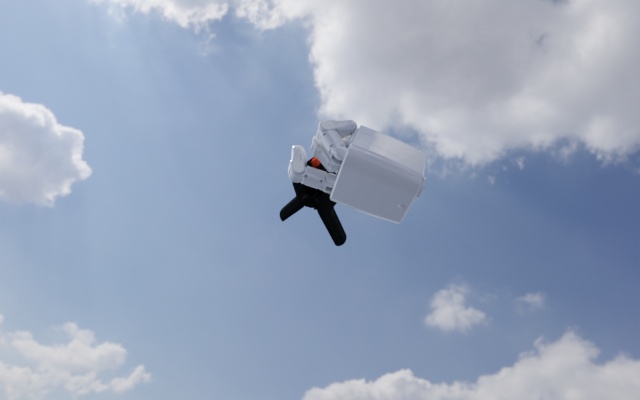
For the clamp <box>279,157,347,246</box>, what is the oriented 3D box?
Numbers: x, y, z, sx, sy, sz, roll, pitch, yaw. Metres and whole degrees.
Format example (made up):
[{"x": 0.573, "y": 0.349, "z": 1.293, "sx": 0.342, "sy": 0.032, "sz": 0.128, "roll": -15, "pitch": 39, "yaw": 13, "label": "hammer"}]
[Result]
[{"x": 0.000, "y": 0.002, "z": 0.738, "sx": 0.120, "sy": 0.039, "sz": 0.172, "roll": 24, "pitch": -38, "yaw": 5, "label": "clamp"}]
